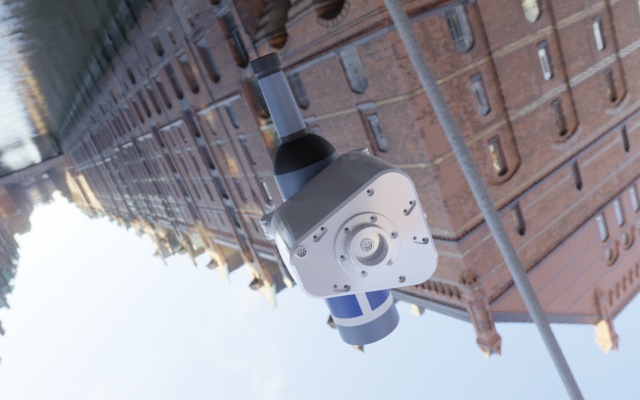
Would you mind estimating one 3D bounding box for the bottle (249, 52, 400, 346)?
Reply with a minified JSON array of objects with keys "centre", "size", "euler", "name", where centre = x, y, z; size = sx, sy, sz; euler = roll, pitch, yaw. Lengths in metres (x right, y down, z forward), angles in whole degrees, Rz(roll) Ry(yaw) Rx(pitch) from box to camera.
[{"centre":[0.000,0.002,0.473],"size":[0.069,0.296,0.069],"euler":[-20,14,5],"name":"bottle"}]
